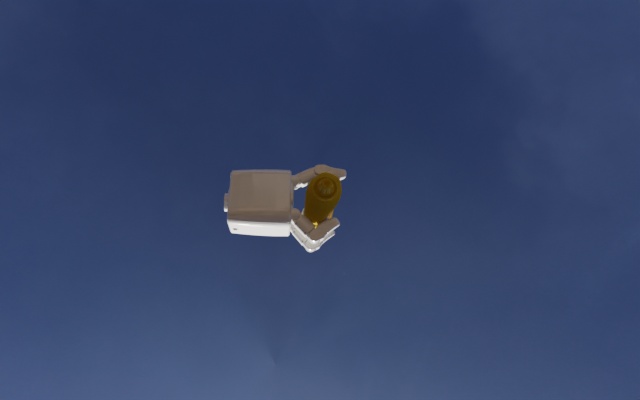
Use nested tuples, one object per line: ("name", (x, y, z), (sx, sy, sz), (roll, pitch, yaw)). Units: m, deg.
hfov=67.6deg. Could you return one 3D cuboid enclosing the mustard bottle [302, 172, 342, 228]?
("mustard bottle", (0.000, 0.003, 0.843), (0.058, 0.096, 0.192), (25, -19, 3))
